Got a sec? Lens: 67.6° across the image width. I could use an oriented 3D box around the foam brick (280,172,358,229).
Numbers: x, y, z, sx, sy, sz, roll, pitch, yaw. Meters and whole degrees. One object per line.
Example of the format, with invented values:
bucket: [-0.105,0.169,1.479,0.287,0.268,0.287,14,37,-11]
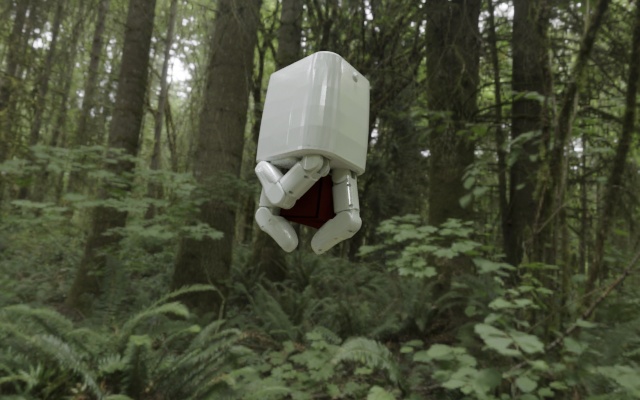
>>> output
foam brick: [0.000,0.002,0.533,0.053,0.051,0.078,-1,-12,33]
